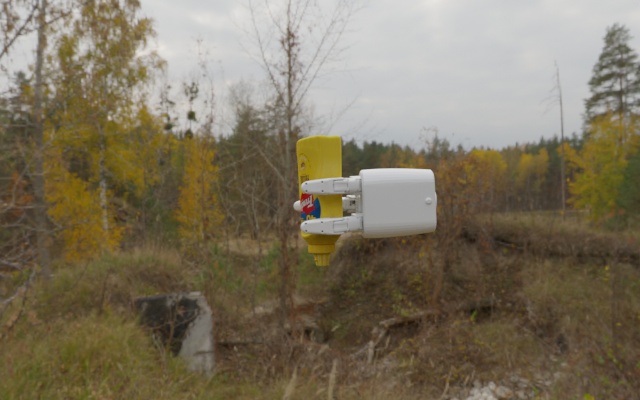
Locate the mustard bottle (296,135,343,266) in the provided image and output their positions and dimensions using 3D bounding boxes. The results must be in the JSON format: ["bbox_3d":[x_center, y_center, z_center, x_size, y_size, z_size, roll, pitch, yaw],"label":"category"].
[{"bbox_3d":[0.000,0.002,0.716,0.058,0.191,0.096,-3,1,-25],"label":"mustard bottle"}]
